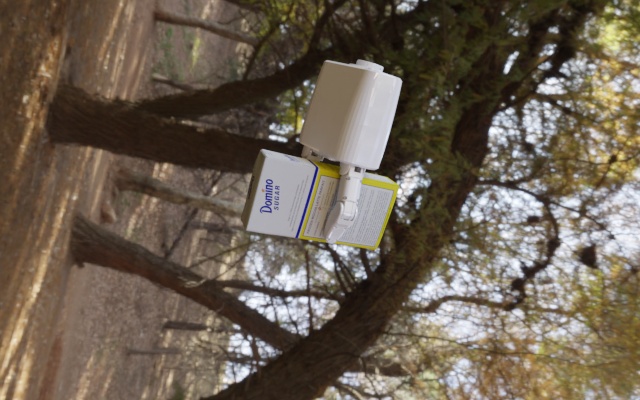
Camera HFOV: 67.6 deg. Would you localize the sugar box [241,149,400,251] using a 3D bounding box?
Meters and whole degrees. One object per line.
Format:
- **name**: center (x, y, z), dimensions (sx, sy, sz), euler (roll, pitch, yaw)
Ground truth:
- **sugar box**: center (0.000, 0.002, 0.583), dimensions (0.176, 0.093, 0.048), euler (12, 15, -21)
